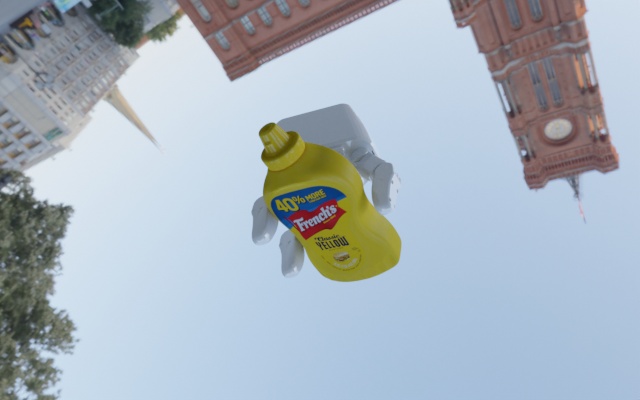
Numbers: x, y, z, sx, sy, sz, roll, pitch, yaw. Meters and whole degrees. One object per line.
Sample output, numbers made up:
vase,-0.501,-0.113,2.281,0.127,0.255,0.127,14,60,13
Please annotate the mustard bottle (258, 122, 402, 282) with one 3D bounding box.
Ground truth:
mustard bottle,0.000,0.002,0.466,0.096,0.058,0.192,-14,-51,30
